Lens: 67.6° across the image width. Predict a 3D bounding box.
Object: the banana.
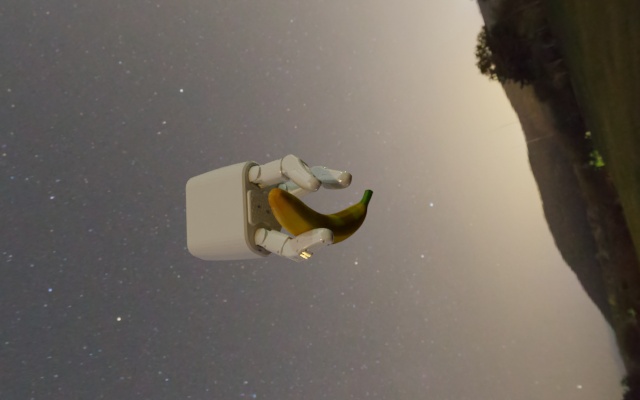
[{"bbox_3d":[0.003,0.021,0.581,0.037,0.069,0.198,-2,0,36],"label":"banana"}]
